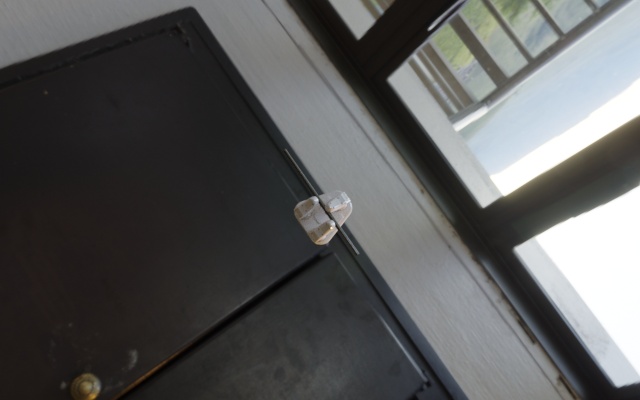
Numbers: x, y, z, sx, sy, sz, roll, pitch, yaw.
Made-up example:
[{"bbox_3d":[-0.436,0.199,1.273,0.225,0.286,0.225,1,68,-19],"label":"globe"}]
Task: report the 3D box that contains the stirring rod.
[{"bbox_3d":[0.000,0.003,0.896,0.011,0.239,0.011,-35,-5,-3],"label":"stirring rod"}]
